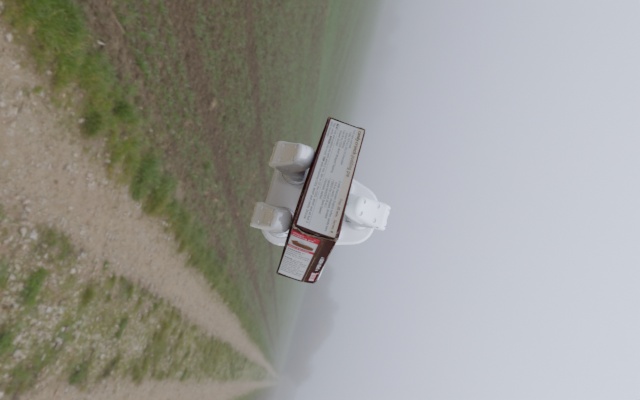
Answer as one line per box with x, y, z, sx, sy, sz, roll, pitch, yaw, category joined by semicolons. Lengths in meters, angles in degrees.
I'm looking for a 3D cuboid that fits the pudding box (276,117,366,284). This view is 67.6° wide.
0.000;0.001;0.401;0.039;0.113;0.090;16;-33;-3;pudding box
